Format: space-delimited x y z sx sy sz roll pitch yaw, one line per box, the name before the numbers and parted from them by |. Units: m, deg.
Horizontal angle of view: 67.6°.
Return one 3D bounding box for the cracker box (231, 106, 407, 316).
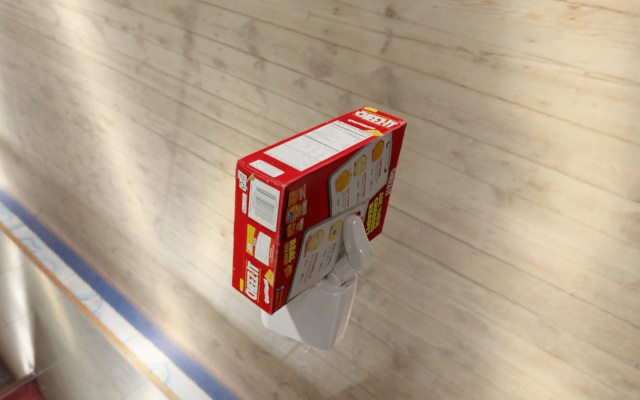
cracker box | 0.000 0.002 0.534 0.072 0.164 0.213 29 39 28
